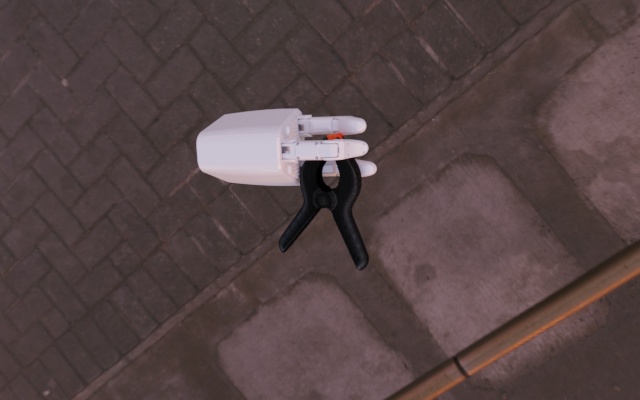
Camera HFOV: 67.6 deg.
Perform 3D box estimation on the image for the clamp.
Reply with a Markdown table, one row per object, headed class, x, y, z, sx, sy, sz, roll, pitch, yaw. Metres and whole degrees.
| class | x | y | z | sx | sy | sz | roll | pitch | yaw |
| --- | --- | --- | --- | --- | --- | --- | --- | --- | --- |
| clamp | 0.000 | 0.002 | 0.599 | 0.120 | 0.171 | 0.039 | 0 | 10 | 14 |
